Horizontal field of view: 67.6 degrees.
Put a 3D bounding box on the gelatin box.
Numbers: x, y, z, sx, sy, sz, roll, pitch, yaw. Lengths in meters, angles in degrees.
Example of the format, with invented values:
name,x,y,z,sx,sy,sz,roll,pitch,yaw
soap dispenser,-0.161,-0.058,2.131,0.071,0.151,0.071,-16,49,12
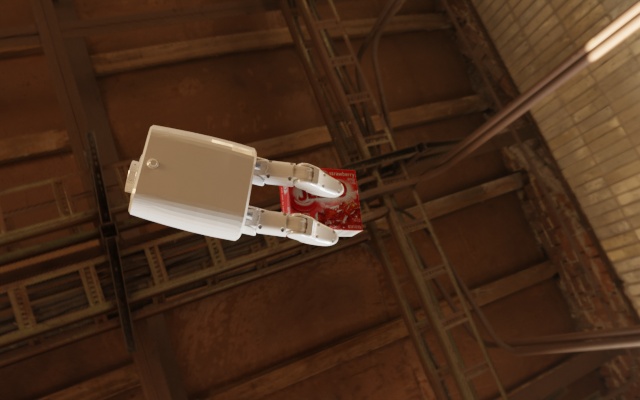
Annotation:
name,x,y,z,sx,sy,sz,roll,pitch,yaw
gelatin box,0.000,0.002,0.534,0.089,0.073,0.030,2,-19,-27
